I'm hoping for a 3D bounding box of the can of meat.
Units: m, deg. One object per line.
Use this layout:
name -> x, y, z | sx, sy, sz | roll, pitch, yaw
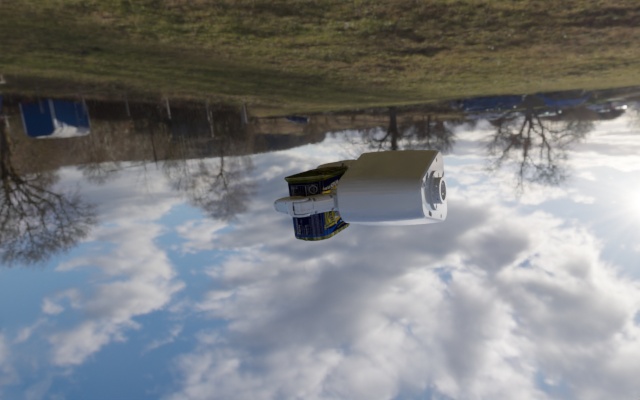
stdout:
can of meat -> 0.000, 0.002, 0.646 | 0.057, 0.084, 0.102 | -2, 10, 28
